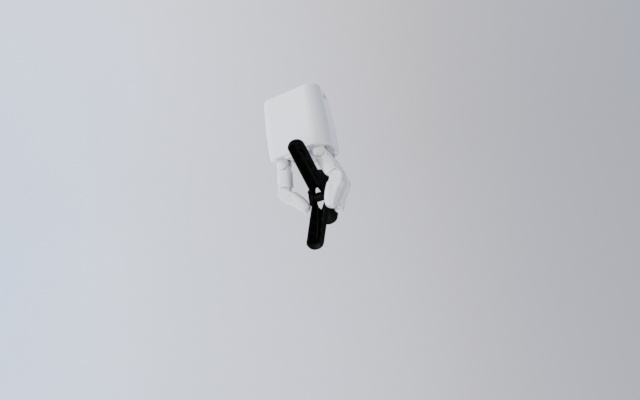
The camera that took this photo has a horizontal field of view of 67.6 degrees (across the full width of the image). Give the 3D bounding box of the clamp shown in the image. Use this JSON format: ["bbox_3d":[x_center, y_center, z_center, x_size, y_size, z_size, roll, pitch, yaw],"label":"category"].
[{"bbox_3d":[-0.001,0.003,0.780,0.036,0.164,0.210,-11,-11,13],"label":"clamp"}]
